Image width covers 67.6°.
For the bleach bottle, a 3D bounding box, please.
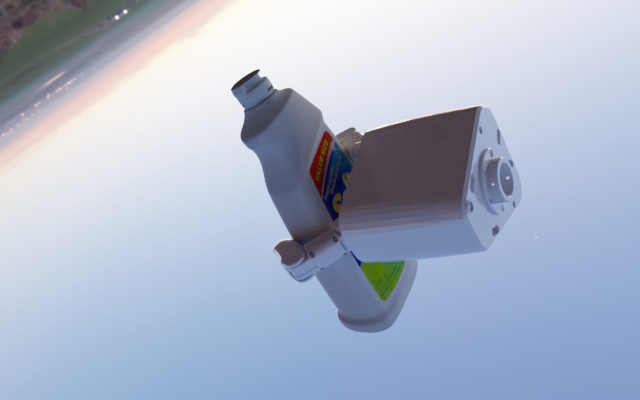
[{"bbox_3d":[0.000,0.001,0.431,0.068,0.251,0.102,-8,36,43],"label":"bleach bottle"}]
